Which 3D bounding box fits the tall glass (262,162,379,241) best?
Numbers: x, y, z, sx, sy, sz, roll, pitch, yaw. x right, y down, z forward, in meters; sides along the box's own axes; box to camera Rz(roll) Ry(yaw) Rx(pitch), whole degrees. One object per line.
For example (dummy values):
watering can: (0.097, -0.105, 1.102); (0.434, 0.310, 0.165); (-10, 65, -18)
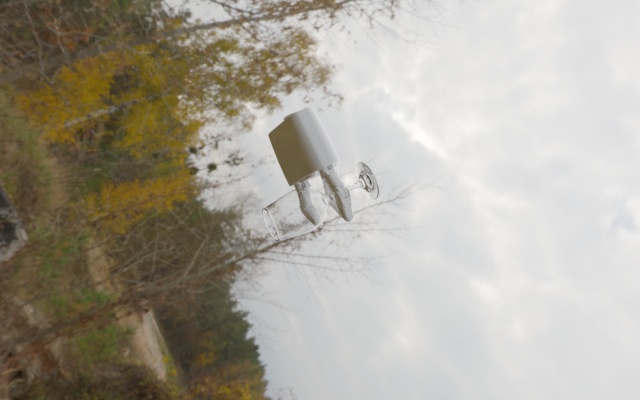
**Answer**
tall glass: (0.001, 0.003, 0.839); (0.201, 0.079, 0.079); (-25, 9, -20)
